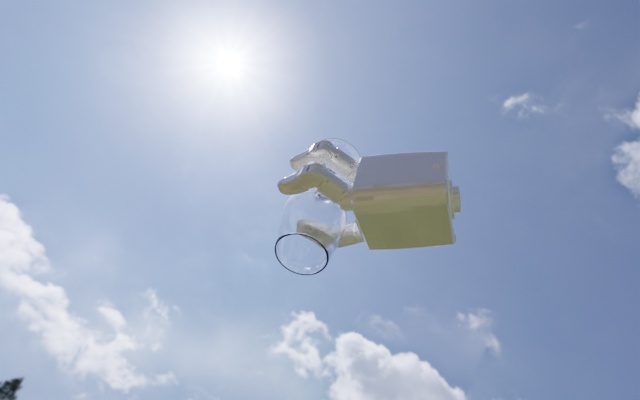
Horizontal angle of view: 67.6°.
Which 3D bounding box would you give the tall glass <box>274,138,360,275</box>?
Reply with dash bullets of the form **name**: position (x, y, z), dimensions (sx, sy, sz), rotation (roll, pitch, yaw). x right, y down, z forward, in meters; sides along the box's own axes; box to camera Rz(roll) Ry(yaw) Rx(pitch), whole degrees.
- **tall glass**: position (0.000, 0.002, 0.600), dimensions (0.079, 0.079, 0.201), rotation (0, 36, 16)
